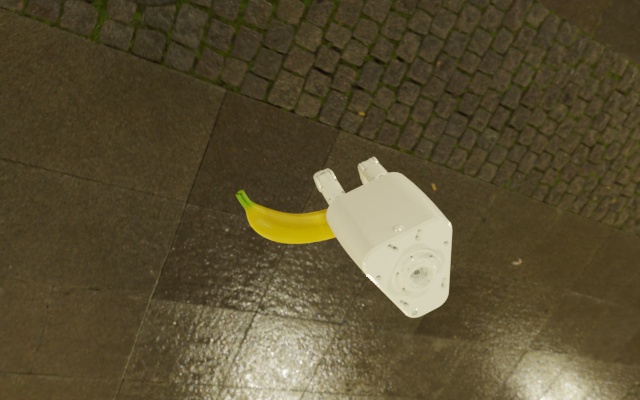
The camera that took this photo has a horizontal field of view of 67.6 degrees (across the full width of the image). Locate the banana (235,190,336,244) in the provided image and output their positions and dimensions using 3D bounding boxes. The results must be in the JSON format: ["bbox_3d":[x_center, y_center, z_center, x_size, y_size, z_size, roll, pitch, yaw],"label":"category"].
[{"bbox_3d":[-0.004,0.019,0.596,0.198,0.070,0.037,-3,24,-13],"label":"banana"}]
